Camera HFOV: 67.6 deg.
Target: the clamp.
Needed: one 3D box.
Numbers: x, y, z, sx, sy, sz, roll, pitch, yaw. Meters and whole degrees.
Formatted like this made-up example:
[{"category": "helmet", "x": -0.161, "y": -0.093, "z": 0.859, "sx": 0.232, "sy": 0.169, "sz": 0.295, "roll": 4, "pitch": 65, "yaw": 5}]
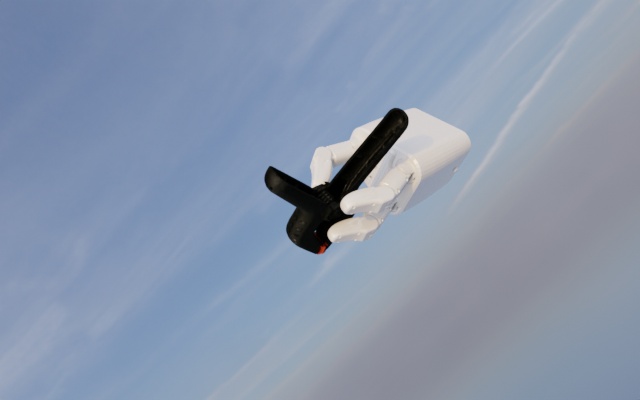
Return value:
[{"category": "clamp", "x": 0.000, "y": 0.001, "z": 0.513, "sx": 0.164, "sy": 0.036, "sz": 0.210, "roll": -24, "pitch": -28, "yaw": -31}]
